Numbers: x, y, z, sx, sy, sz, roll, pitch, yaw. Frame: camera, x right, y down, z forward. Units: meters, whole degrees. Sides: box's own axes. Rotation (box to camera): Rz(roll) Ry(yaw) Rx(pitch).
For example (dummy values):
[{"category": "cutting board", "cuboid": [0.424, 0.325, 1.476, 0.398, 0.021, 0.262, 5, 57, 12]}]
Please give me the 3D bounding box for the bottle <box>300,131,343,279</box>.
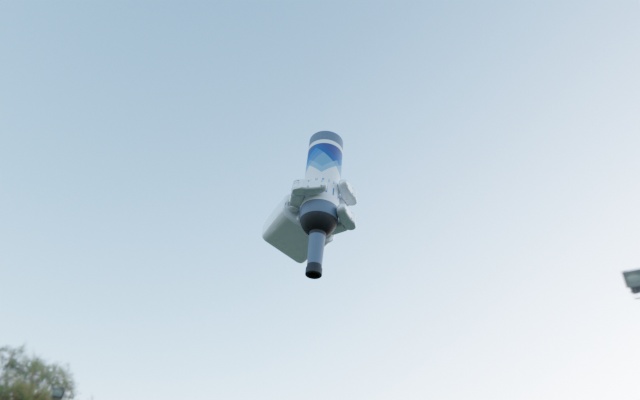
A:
[{"category": "bottle", "cuboid": [0.000, 0.003, 0.846, 0.069, 0.295, 0.069, 3, -37, 3]}]
